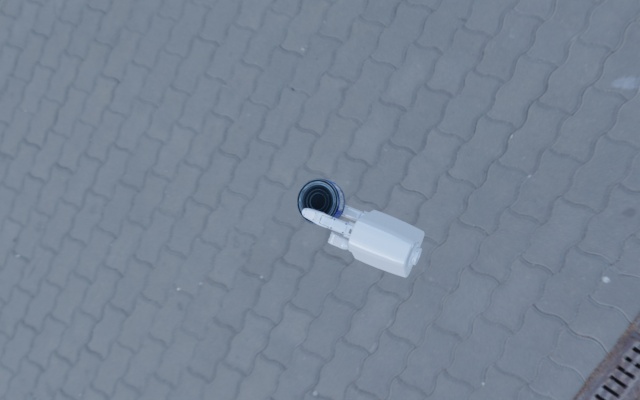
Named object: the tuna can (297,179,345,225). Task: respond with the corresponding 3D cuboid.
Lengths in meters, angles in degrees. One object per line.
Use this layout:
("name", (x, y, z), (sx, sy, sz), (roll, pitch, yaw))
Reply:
("tuna can", (0.000, 0.003, 0.884), (0.086, 0.086, 0.034), (0, -5, 23))
